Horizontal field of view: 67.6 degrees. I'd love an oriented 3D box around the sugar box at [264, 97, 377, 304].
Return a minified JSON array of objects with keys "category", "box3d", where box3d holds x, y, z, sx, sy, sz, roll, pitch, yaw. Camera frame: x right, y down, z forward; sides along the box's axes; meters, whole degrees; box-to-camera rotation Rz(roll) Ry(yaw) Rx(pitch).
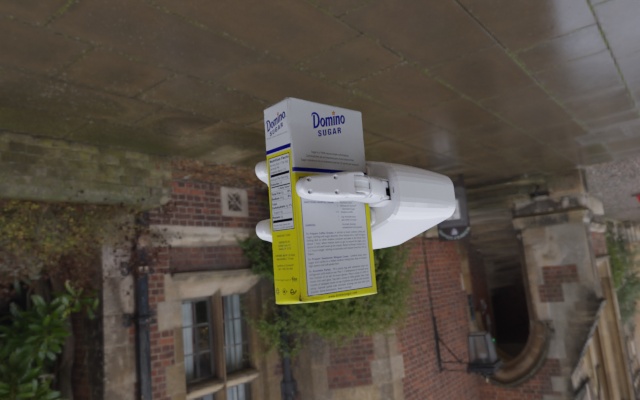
[{"category":"sugar box","box3d":[0.000,0.002,0.439,0.093,0.176,0.048,2,-11,-42]}]
